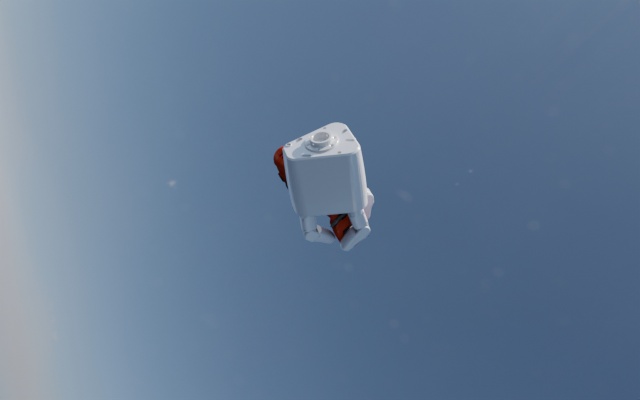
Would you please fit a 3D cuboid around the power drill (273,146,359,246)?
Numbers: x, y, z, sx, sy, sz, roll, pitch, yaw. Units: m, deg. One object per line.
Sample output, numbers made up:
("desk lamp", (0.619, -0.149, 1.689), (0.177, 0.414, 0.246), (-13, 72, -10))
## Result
("power drill", (0.000, 0.003, 0.851), (0.187, 0.057, 0.184), (43, -7, 27))
